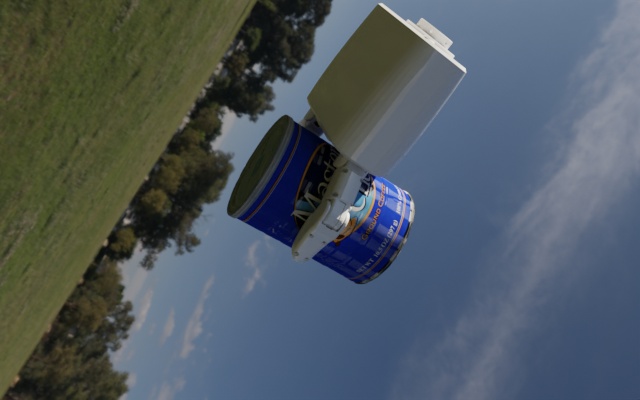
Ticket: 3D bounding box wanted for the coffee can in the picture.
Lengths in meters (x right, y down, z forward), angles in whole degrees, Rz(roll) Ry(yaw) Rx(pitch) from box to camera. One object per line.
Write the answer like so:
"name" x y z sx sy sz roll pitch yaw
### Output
"coffee can" 0.000 0.002 0.444 0.140 0.103 0.103 31 -11 -19
